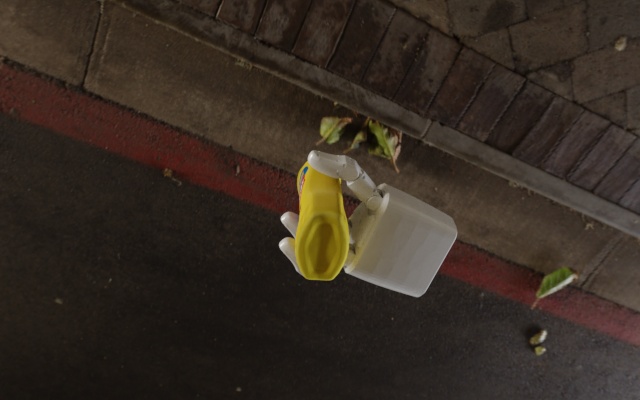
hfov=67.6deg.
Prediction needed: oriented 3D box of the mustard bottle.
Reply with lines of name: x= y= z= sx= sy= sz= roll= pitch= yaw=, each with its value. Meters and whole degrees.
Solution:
mustard bottle: x=0.000 y=0.002 z=0.587 sx=0.058 sy=0.096 sz=0.191 roll=2 pitch=32 yaw=-3
